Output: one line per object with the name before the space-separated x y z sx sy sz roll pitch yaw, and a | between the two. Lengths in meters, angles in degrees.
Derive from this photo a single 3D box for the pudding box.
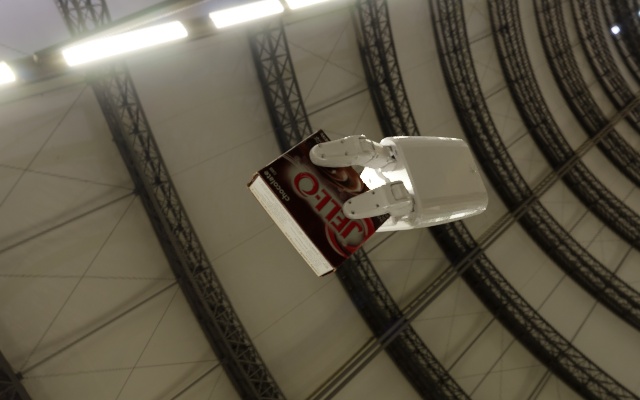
pudding box | 0.000 0.002 0.451 0.090 0.113 0.039 -39 -2 -37
